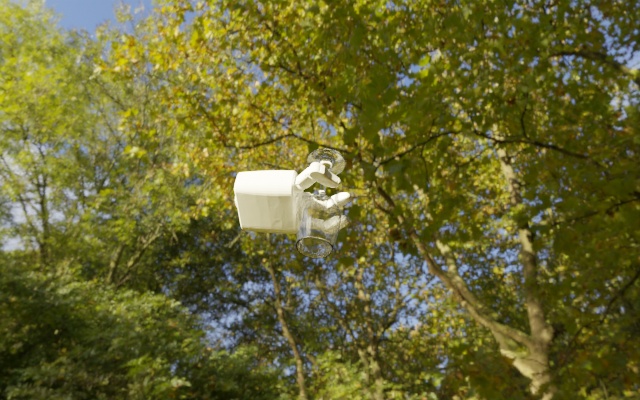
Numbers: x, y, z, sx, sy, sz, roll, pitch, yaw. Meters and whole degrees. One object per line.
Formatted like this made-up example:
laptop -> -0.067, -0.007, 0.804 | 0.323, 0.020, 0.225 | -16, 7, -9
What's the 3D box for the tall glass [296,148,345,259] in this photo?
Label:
tall glass -> 0.000, 0.002, 0.846 | 0.079, 0.200, 0.079 | 4, -40, 4
